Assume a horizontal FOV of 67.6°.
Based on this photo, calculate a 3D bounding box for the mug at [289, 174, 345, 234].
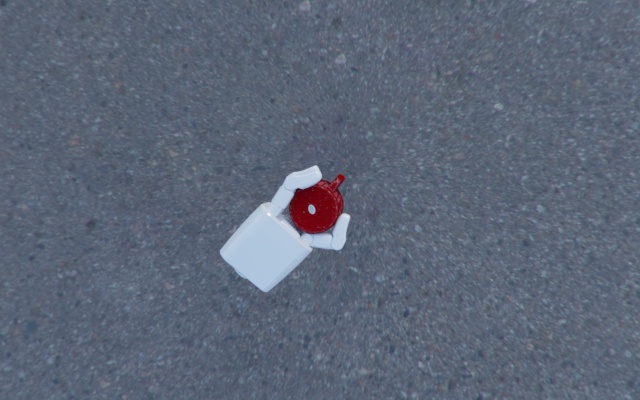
[{"bbox_3d":[0.001,0.002,0.800,0.093,0.117,0.081,44,6,0],"label":"mug"}]
